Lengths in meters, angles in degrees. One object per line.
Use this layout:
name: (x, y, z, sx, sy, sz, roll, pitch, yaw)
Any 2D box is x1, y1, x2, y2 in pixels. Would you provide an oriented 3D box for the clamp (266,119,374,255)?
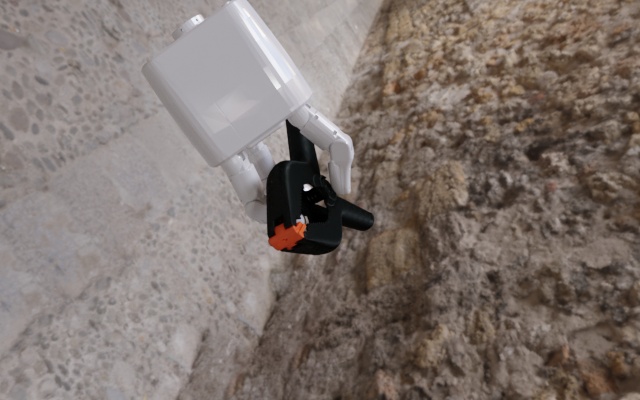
clamp: (0.001, 0.001, 0.471, 0.036, 0.164, 0.210, -30, 18, 21)
